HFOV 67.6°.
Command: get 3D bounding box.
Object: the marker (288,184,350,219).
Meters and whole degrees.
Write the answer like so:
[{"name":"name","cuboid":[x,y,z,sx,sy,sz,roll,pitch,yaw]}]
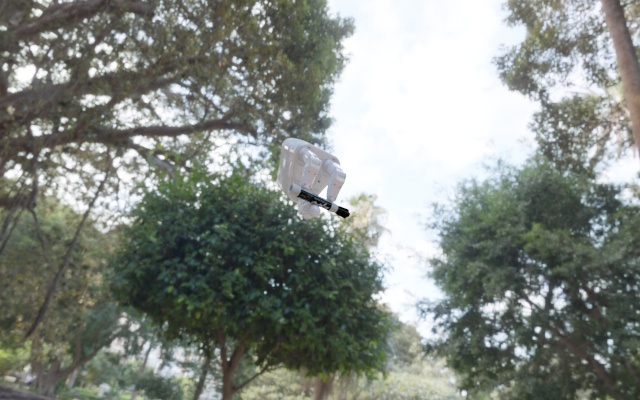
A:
[{"name":"marker","cuboid":[0.000,0.003,0.824,0.121,0.020,0.020,25,-11,-24]}]
